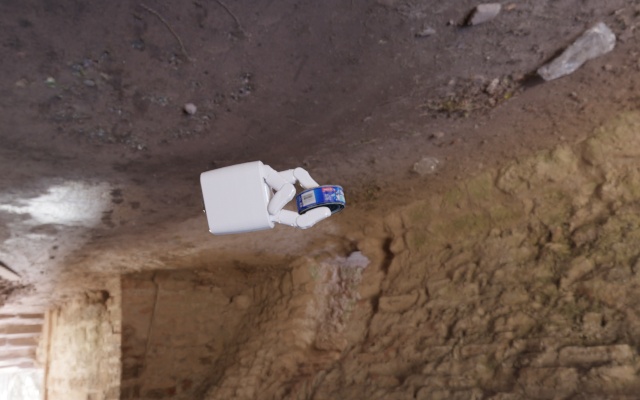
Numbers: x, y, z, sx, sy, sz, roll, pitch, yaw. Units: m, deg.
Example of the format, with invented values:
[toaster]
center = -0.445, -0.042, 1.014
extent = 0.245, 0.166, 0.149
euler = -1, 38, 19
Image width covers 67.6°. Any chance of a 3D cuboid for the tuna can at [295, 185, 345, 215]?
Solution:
[tuna can]
center = 0.000, 0.003, 0.840
extent = 0.086, 0.033, 0.086
euler = -10, -16, -3
